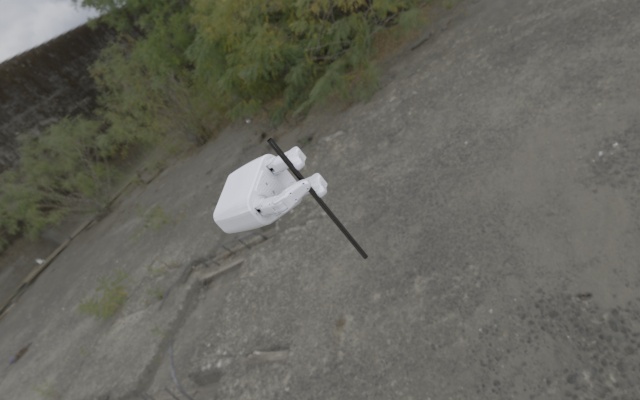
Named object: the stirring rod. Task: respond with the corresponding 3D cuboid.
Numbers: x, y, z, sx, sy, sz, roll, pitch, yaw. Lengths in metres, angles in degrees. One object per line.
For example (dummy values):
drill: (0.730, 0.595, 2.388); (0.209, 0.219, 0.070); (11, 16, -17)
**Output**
stirring rod: (0.000, 0.002, 0.705); (0.011, 0.240, 0.011); (-33, 22, 15)
